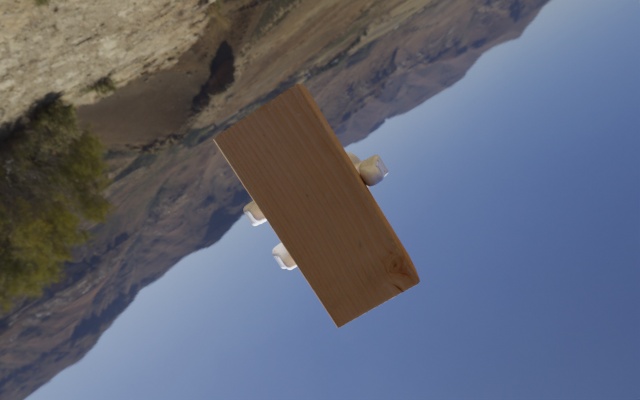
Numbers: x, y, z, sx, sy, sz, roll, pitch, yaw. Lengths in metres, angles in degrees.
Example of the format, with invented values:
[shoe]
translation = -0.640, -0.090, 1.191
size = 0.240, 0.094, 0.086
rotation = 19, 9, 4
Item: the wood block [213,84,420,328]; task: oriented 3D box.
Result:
[wood block]
translation = 0.000, 0.001, 0.462
size = 0.091, 0.206, 0.090
rotation = -32, 8, 9
